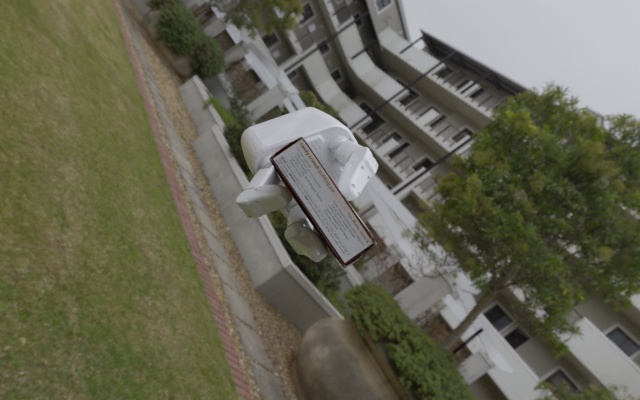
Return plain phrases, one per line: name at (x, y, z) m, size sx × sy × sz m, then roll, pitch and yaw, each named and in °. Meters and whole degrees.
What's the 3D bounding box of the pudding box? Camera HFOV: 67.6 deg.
pudding box at (0.000, 0.001, 0.433) m, size 0.039 × 0.113 × 0.090 m, roll -37°, pitch 1°, yaw -1°
